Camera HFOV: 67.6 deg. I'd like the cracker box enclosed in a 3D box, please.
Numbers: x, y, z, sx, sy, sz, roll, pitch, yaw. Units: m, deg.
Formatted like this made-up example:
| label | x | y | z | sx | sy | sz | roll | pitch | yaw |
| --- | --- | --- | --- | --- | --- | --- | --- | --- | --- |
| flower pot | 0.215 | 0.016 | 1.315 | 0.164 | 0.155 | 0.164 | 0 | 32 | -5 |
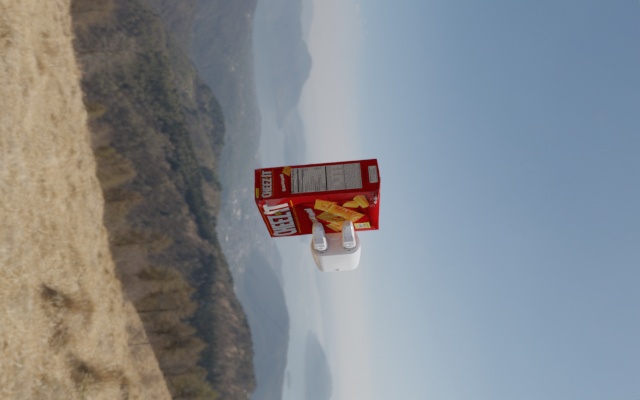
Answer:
| label | x | y | z | sx | sy | sz | roll | pitch | yaw |
| --- | --- | --- | --- | --- | --- | --- | --- | --- | --- |
| cracker box | 0.000 | 0.003 | 0.867 | 0.214 | 0.072 | 0.164 | -5 | -28 | 3 |
